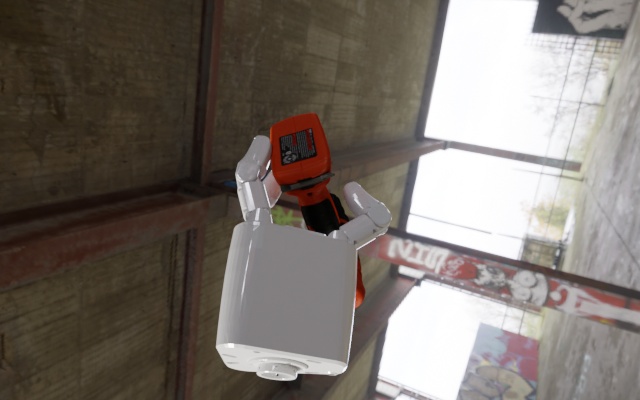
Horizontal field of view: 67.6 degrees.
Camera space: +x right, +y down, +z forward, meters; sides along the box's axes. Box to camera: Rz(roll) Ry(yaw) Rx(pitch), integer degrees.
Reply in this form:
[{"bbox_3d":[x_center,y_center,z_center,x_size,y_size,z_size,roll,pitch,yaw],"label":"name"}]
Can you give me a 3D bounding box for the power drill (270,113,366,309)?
[{"bbox_3d":[0.000,0.002,0.529,0.057,0.188,0.184,-18,38,4],"label":"power drill"}]
